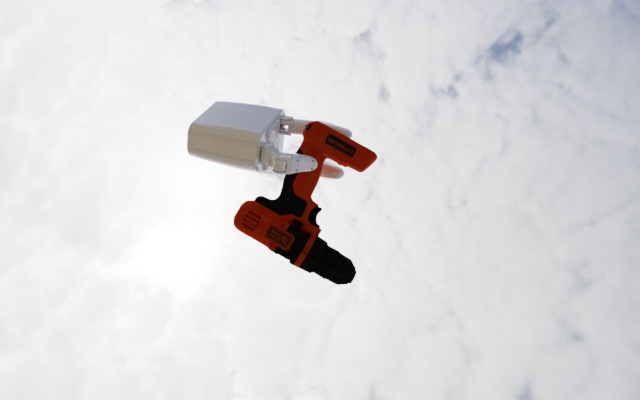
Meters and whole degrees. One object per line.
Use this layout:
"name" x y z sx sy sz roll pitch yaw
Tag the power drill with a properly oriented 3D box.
"power drill" 0.000 0.002 0.650 0.184 0.187 0.057 30 0 -4
